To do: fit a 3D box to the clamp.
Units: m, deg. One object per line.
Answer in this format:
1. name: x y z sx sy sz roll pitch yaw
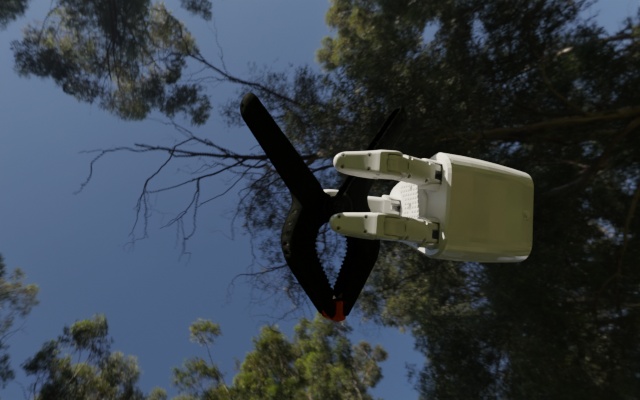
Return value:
1. clamp: 0.000 0.002 0.437 0.164 0.210 0.036 8 -8 -19
